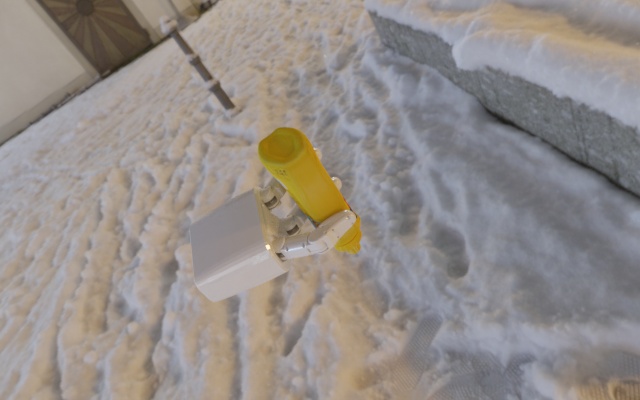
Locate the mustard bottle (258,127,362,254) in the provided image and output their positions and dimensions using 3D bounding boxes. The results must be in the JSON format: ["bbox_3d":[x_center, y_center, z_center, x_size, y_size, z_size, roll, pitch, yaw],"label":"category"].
[{"bbox_3d":[0.000,0.002,0.588,0.058,0.192,0.096,-40,34,-7],"label":"mustard bottle"}]
